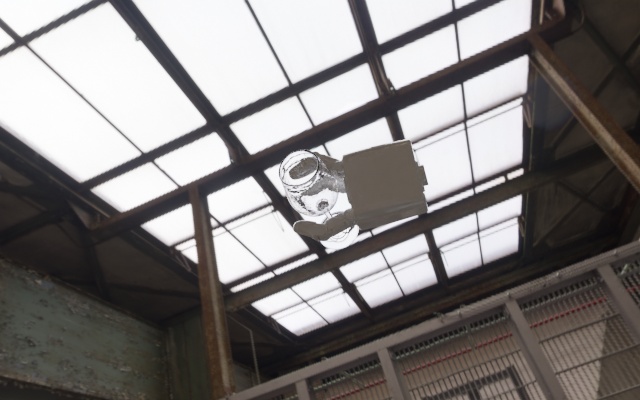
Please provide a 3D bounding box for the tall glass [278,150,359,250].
[{"bbox_3d":[0.000,0.003,0.750,0.079,0.079,0.201,0,-29,21],"label":"tall glass"}]
